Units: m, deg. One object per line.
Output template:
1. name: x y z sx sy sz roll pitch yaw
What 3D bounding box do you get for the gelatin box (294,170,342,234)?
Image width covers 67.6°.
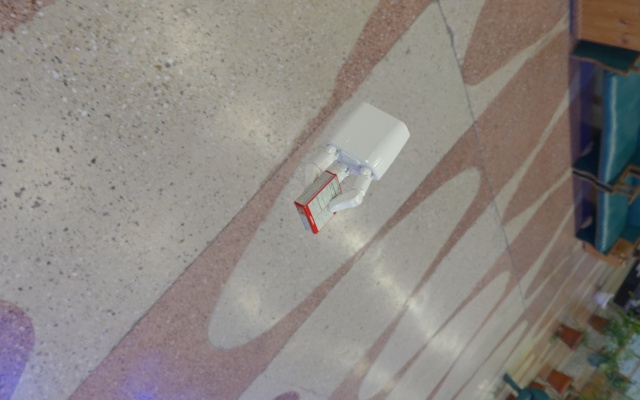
1. gelatin box: 0.000 0.003 0.834 0.030 0.073 0.089 24 59 36
